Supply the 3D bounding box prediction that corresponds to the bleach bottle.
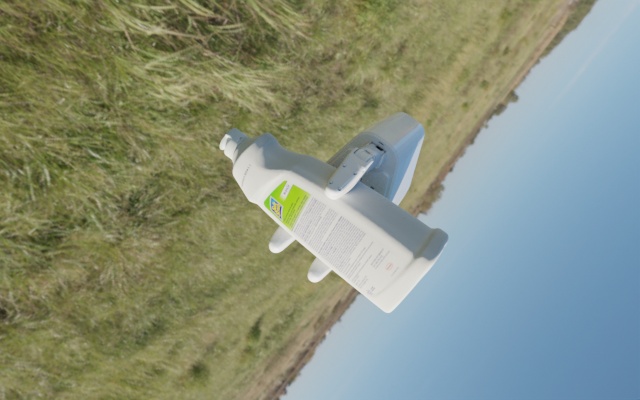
[{"bbox_3d":[0.000,0.002,0.498,0.251,0.103,0.068,38,37,10],"label":"bleach bottle"}]
